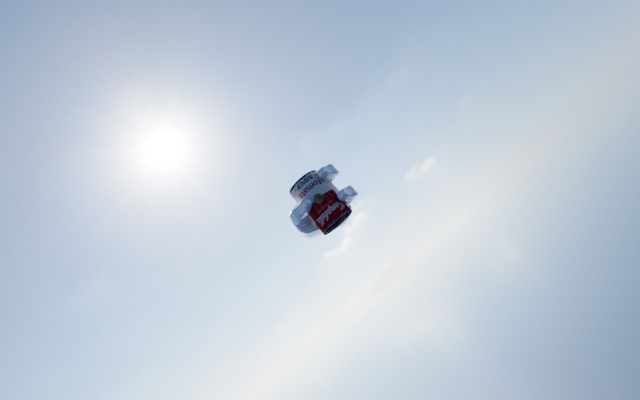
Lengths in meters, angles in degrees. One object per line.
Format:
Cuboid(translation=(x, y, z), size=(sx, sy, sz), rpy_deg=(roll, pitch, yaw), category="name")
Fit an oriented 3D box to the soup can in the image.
Cuboid(translation=(0.000, 0.003, 0.871), size=(0.068, 0.102, 0.068), rpy_deg=(-38, -13, -10), category="soup can")
